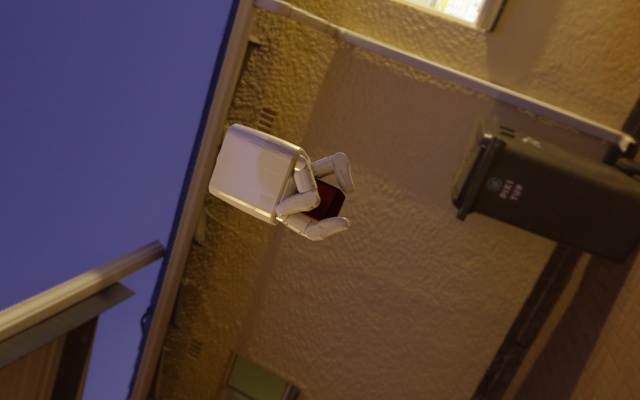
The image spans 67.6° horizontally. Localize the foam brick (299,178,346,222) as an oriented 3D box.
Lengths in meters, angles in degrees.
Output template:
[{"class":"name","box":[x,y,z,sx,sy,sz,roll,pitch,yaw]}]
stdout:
[{"class":"foam brick","box":[0.000,0.002,0.697,0.051,0.053,0.078,24,-5,12]}]
